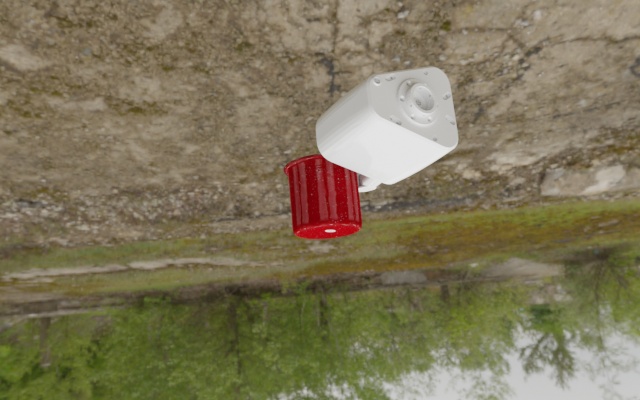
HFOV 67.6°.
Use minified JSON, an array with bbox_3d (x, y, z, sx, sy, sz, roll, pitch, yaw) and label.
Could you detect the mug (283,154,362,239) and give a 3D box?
[{"bbox_3d":[-0.001,0.002,0.576,0.093,0.081,0.117,2,-17,-26],"label":"mug"}]
